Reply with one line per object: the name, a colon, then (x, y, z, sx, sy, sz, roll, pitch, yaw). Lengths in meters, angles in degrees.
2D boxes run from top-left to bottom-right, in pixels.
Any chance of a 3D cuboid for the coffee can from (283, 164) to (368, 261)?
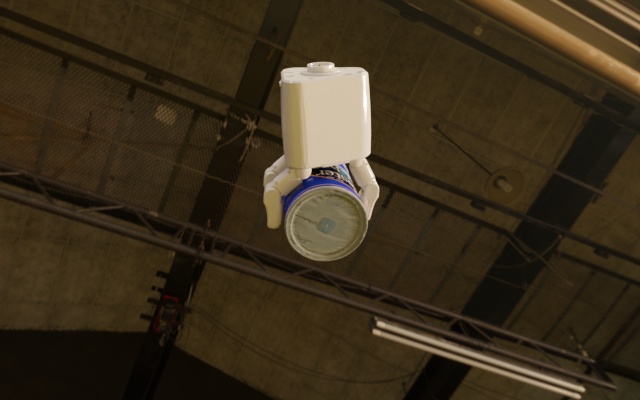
coffee can: (0.000, 0.002, 0.646, 0.103, 0.103, 0.140, 0, 25, -7)
